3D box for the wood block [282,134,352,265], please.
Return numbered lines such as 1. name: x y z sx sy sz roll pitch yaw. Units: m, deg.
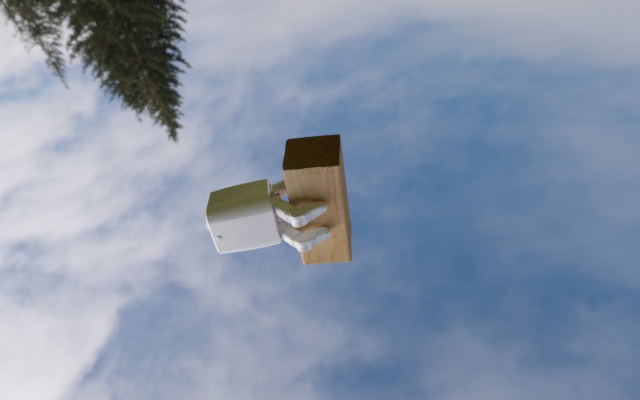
1. wood block: 0.000 0.003 0.802 0.090 0.206 0.090 -5 40 6
